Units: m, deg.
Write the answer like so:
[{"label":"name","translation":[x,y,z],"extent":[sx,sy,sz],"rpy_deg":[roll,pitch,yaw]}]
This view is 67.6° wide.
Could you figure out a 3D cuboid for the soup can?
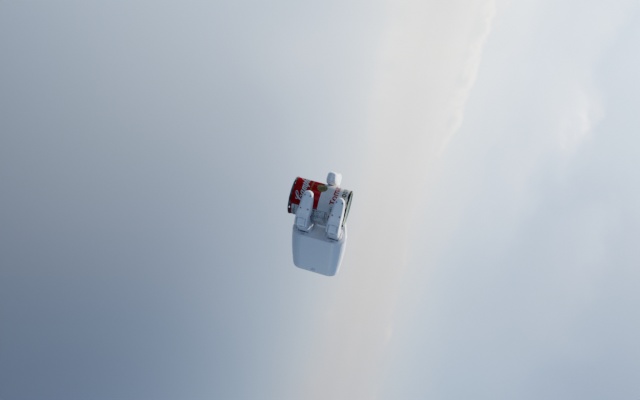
[{"label":"soup can","translation":[0.000,0.002,0.840],"extent":[0.102,0.068,0.068],"rpy_deg":[15,2,8]}]
